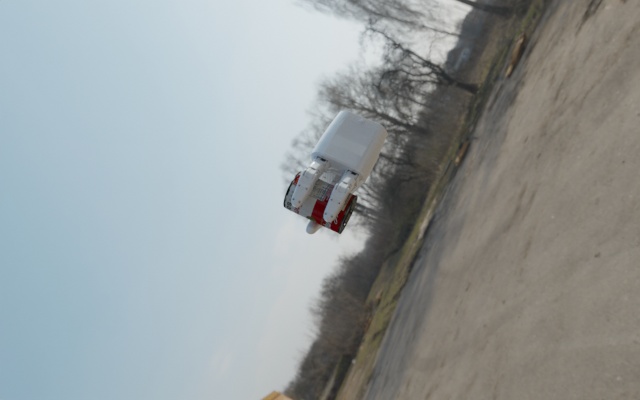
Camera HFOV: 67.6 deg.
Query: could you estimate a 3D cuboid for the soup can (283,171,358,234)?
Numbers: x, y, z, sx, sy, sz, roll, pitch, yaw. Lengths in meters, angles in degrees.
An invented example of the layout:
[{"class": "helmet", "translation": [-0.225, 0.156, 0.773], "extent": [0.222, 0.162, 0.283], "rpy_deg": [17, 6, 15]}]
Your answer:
[{"class": "soup can", "translation": [0.000, 0.003, 0.766], "extent": [0.102, 0.068, 0.068], "rpy_deg": [25, 4, 10]}]
